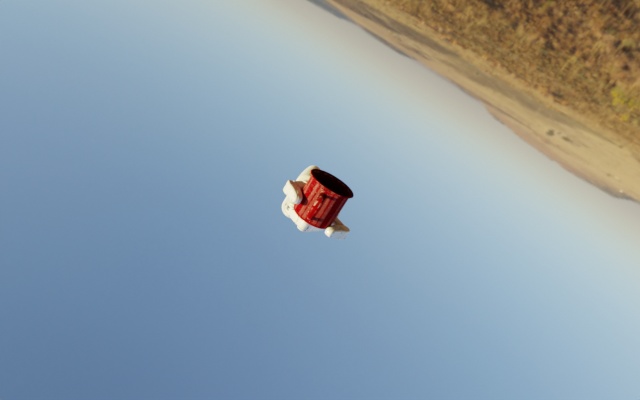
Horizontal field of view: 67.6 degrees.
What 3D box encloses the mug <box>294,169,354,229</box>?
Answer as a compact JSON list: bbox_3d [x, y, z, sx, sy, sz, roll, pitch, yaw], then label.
[{"bbox_3d":[0.000,0.004,0.884,0.093,0.081,0.117,32,20,-1],"label":"mug"}]
